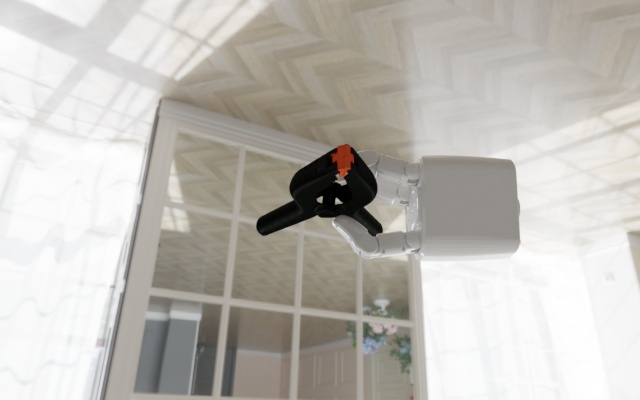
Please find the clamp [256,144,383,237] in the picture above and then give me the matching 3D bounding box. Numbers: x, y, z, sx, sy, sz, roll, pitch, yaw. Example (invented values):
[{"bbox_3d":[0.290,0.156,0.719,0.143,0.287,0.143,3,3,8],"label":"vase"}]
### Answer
[{"bbox_3d":[0.000,0.002,0.543,0.164,0.036,0.210,-1,-24,-1],"label":"clamp"}]
